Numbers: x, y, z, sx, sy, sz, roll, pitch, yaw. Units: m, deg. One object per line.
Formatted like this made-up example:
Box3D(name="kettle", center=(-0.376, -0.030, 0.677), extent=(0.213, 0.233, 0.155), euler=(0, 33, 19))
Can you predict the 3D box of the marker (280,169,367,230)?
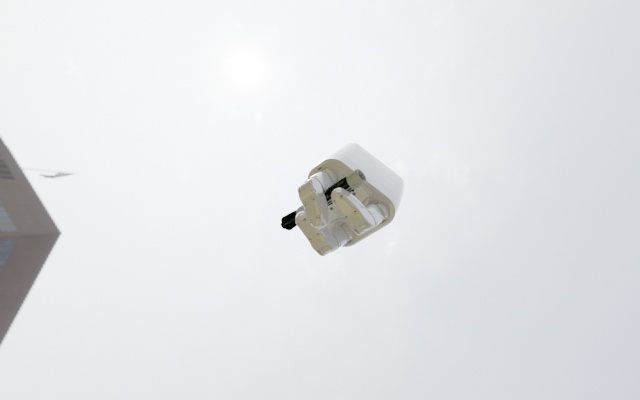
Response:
Box3D(name="marker", center=(0.000, 0.002, 0.551), extent=(0.121, 0.020, 0.020), euler=(-33, -16, 27))
